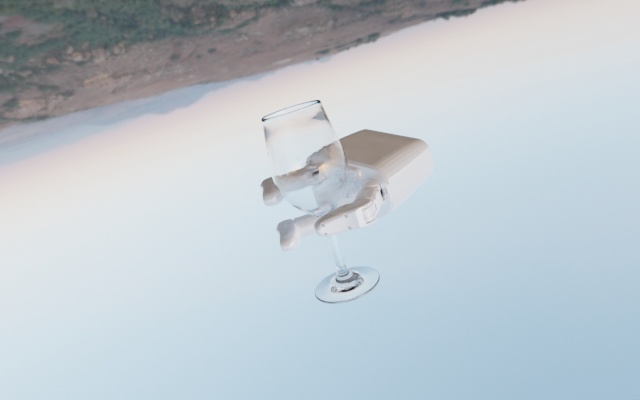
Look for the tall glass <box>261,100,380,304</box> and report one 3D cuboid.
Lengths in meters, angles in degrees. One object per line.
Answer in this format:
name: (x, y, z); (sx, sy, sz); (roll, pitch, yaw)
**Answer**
tall glass: (0.000, 0.002, 0.495); (0.079, 0.201, 0.079); (-17, 17, 5)
